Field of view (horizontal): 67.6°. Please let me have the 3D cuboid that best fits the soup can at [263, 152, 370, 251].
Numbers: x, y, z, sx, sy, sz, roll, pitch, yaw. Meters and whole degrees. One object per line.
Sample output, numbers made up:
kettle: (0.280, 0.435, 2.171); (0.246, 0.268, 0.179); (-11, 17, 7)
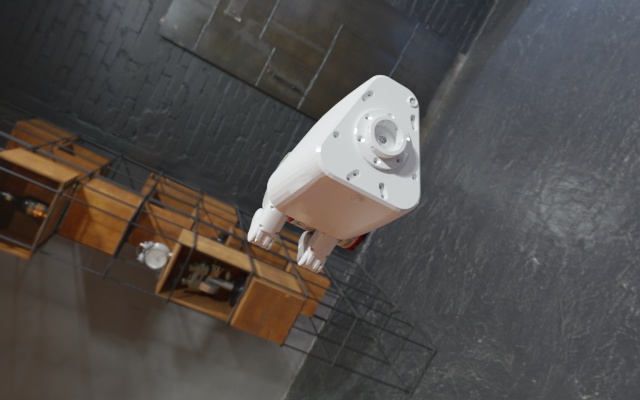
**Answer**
soup can: (0.000, 0.001, 0.494); (0.102, 0.068, 0.068); (26, -8, -16)
